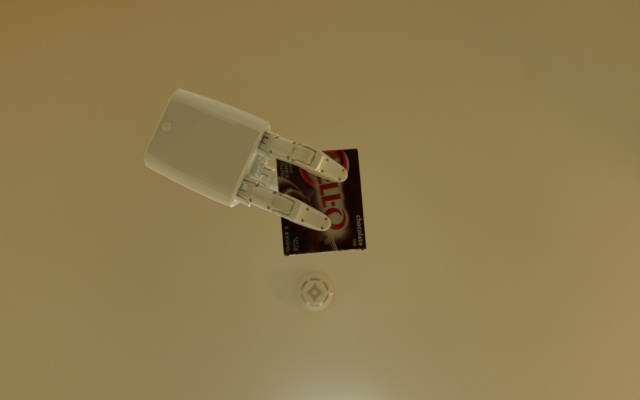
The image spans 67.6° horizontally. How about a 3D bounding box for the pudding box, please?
[{"bbox_3d":[0.000,0.002,0.527,0.090,0.113,0.039,-5,-3,-3],"label":"pudding box"}]
